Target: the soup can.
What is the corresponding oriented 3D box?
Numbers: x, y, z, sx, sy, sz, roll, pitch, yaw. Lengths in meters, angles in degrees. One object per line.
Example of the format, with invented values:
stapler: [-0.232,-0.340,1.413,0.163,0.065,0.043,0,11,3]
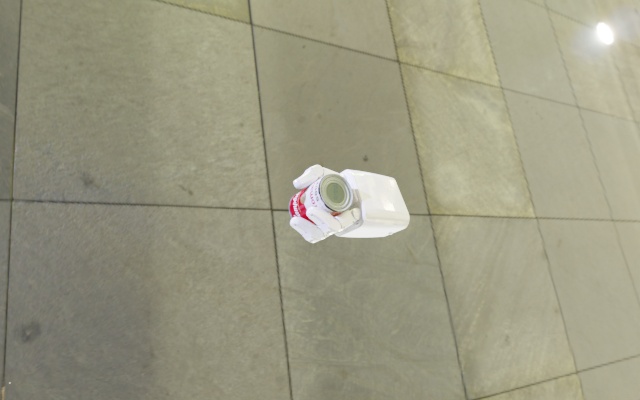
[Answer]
soup can: [0.000,0.002,0.804,0.068,0.068,0.102,0,-18,-33]
